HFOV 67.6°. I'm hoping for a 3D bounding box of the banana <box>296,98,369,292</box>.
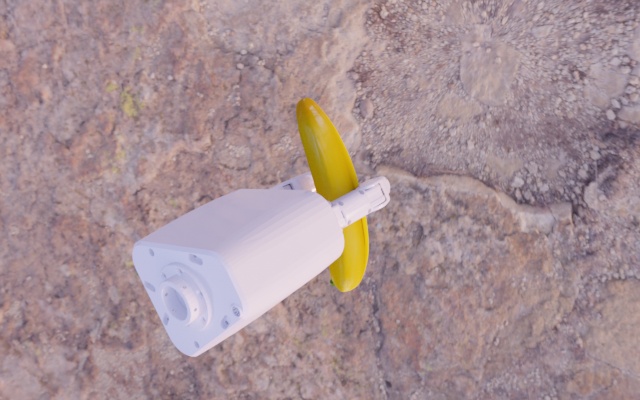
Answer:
[{"bbox_3d":[0.012,0.009,0.428,0.037,0.198,0.069,-24,28,-31],"label":"banana"}]
